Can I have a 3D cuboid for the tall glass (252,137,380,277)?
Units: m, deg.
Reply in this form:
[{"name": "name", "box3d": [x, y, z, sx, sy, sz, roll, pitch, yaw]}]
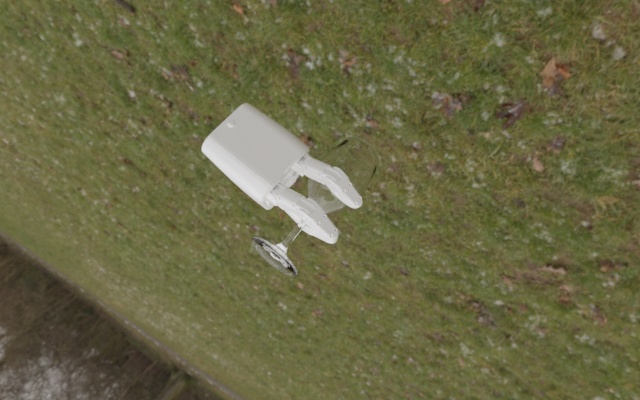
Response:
[{"name": "tall glass", "box3d": [0.000, 0.003, 0.641, 0.079, 0.201, 0.079, 33, -24, 17]}]
